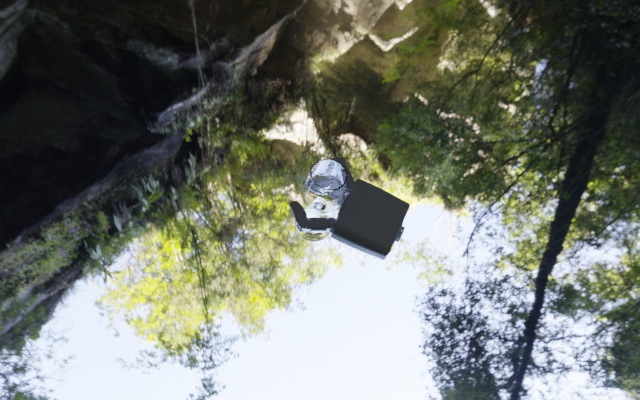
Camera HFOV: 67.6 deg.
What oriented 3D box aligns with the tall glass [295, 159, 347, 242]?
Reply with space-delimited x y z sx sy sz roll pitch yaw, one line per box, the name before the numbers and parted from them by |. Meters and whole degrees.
tall glass | 0.000 0.003 0.874 0.079 0.079 0.201 0 -28 -9
